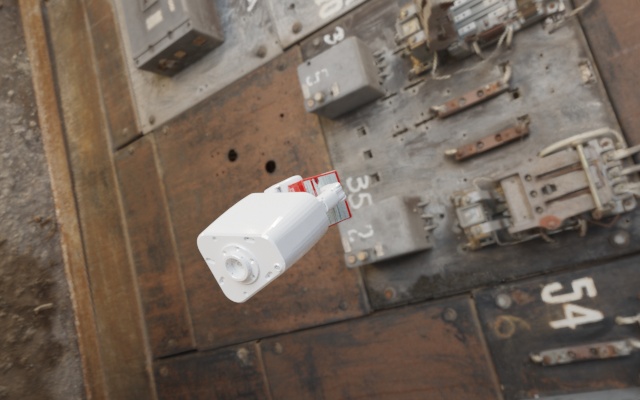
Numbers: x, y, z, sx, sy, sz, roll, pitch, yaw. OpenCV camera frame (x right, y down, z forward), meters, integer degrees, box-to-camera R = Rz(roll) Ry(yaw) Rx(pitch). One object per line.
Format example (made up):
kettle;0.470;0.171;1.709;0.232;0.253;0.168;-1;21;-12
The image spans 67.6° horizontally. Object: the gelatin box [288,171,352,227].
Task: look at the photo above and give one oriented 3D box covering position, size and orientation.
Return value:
gelatin box;0.001;0.002;0.670;0.030;0.073;0.089;-19;0;37
